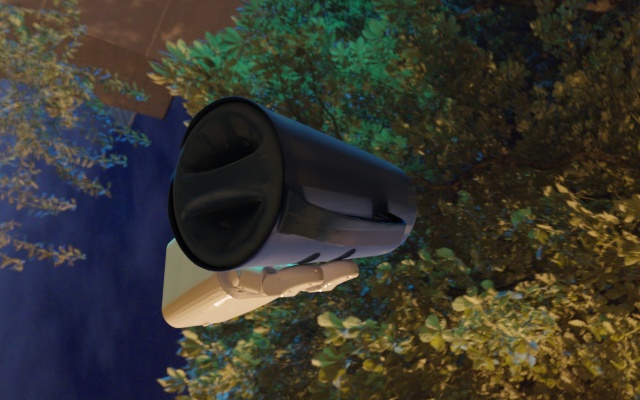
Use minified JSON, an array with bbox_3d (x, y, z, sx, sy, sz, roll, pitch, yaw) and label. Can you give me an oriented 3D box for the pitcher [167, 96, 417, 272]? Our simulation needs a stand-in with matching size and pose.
[{"bbox_3d":[0.000,0.001,0.444,0.145,0.149,0.243,-34,-24,30],"label":"pitcher"}]
